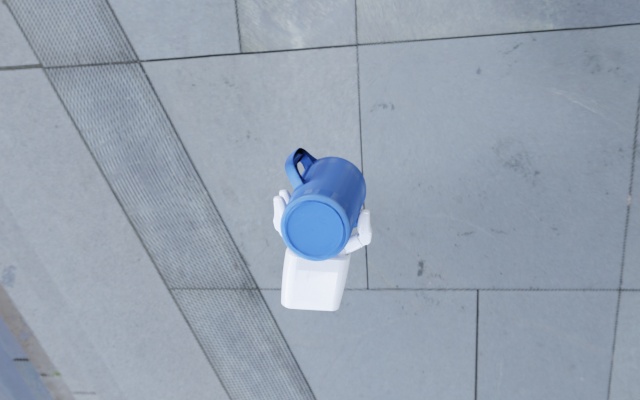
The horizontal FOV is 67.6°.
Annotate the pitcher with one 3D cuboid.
[{"bbox_3d":[0.000,0.003,0.820,0.149,0.145,0.242,10,17,5],"label":"pitcher"}]
